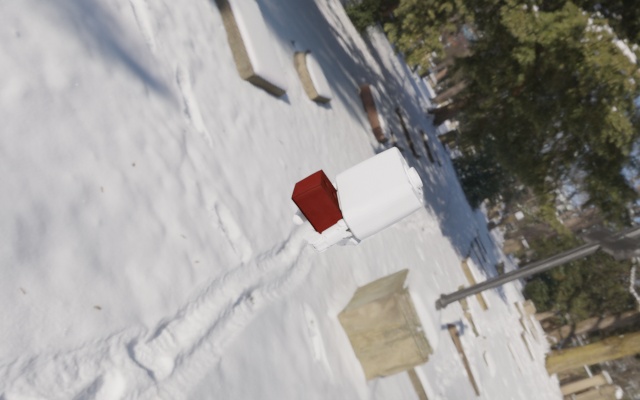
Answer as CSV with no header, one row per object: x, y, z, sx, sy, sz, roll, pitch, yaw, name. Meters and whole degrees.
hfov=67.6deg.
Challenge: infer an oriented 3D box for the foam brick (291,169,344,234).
0.000,0.002,0.725,0.051,0.078,0.053,-28,25,19,foam brick
